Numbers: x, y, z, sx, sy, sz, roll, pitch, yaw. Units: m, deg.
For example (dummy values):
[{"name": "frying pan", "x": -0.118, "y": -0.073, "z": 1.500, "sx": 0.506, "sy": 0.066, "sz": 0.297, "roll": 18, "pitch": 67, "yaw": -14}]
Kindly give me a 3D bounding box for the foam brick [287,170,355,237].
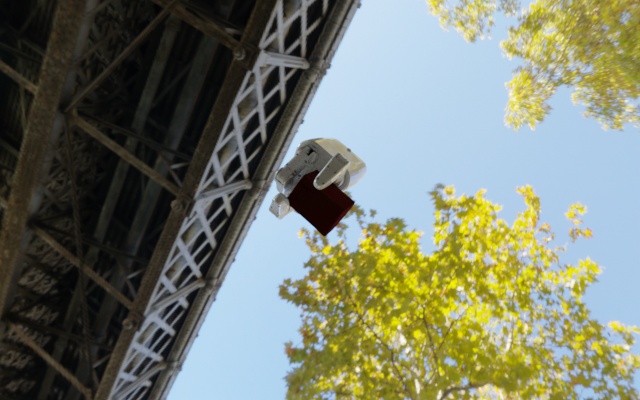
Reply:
[{"name": "foam brick", "x": 0.000, "y": 0.003, "z": 0.683, "sx": 0.078, "sy": 0.053, "sz": 0.051, "roll": 42, "pitch": 24, "yaw": 9}]
